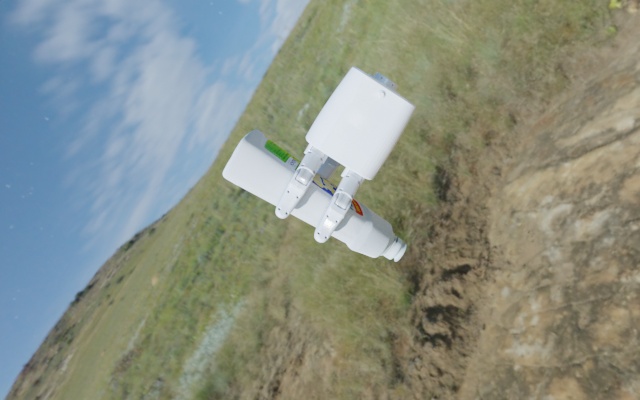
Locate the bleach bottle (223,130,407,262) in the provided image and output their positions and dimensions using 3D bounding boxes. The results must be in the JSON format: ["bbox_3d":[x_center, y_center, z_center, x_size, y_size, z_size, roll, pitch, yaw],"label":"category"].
[{"bbox_3d":[0.000,0.002,0.628,0.251,0.068,0.102,31,14,-6],"label":"bleach bottle"}]
